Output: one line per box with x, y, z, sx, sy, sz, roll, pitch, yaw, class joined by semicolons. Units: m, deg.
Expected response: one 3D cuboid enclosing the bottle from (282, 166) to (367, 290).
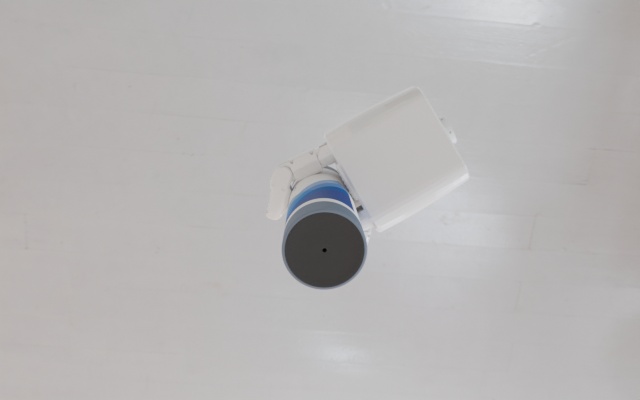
0.000;0.002;0.509;0.069;0.069;0.295;0;15;-1;bottle
